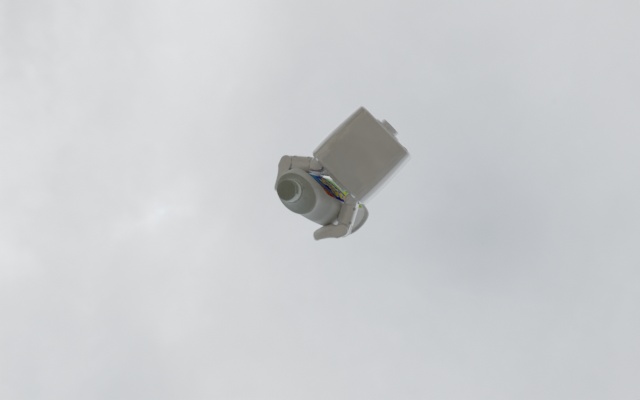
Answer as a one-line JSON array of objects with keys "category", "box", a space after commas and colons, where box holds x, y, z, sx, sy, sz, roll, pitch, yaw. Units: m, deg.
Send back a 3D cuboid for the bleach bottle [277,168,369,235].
[{"category": "bleach bottle", "box": [0.000, 0.002, 0.756, 0.068, 0.102, 0.251, -45, -17, 10]}]
